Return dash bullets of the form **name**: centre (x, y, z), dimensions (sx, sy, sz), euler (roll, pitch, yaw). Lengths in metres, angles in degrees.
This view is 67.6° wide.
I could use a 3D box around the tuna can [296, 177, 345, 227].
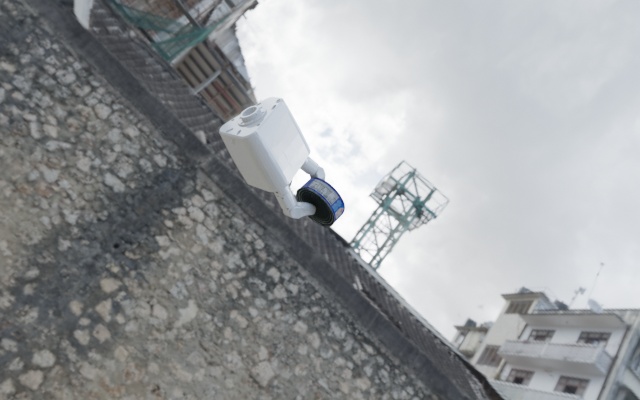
- **tuna can**: centre (0.001, 0.002, 0.823), dimensions (0.033, 0.086, 0.086), euler (-44, 24, -28)
